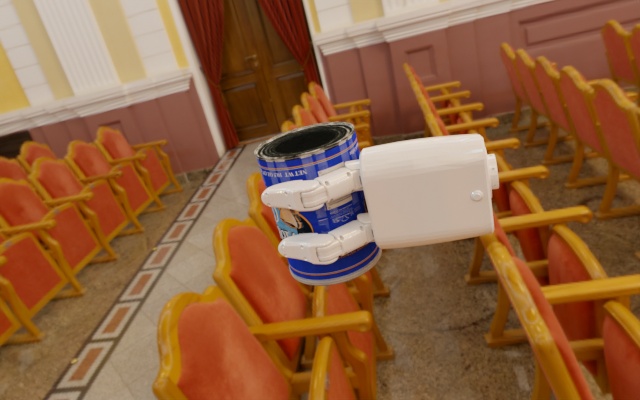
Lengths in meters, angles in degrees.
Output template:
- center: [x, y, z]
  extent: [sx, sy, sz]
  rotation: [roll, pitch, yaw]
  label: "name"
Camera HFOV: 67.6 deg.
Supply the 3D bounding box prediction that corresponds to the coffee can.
- center: [0.000, 0.002, 0.497]
  extent: [0.103, 0.140, 0.102]
  rotation: [-13, 22, 5]
  label: "coffee can"
